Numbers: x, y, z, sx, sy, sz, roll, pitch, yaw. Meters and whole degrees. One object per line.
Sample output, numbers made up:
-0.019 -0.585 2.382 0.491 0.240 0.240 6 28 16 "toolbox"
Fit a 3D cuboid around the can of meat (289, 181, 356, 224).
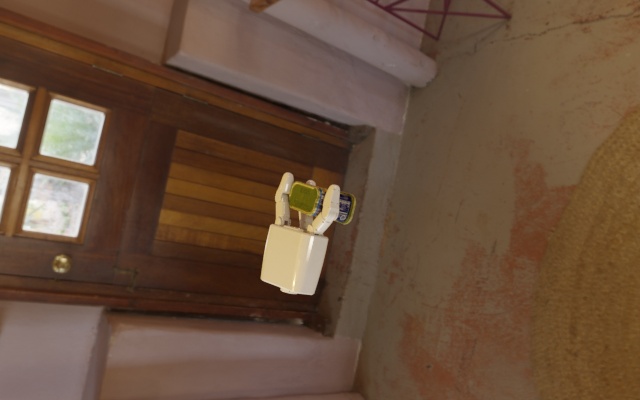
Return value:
0.000 0.003 0.881 0.084 0.057 0.102 13 3 -34 "can of meat"
